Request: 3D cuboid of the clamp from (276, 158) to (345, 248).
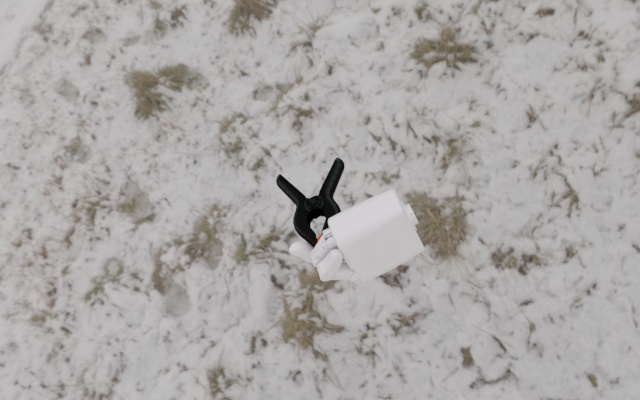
[{"bbox_3d":[0.000,0.002,0.778,0.120,0.171,0.039,-26,-34,8],"label":"clamp"}]
